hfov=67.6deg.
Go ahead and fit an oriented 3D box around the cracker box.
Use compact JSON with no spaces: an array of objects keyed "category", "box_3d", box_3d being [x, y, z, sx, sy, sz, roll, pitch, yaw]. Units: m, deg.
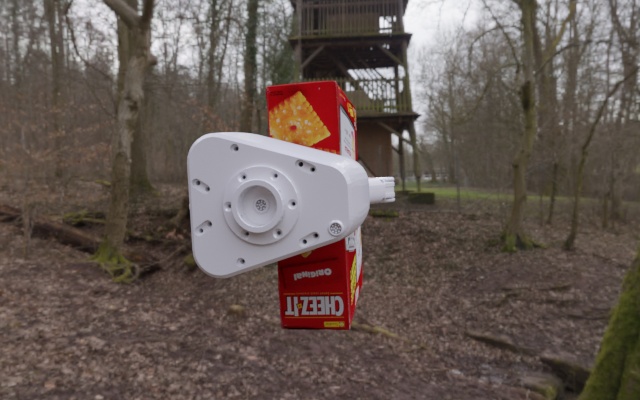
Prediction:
[{"category":"cracker box","box_3d":[0.000,0.001,0.485,0.072,0.214,0.164,-2,3,9]}]
